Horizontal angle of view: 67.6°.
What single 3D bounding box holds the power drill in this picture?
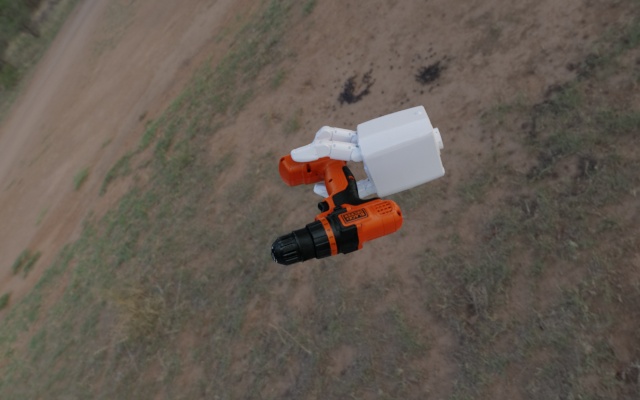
[{"bbox_3d":[0.000,0.002,0.688,0.184,0.057,0.187,-16,47,-12],"label":"power drill"}]
